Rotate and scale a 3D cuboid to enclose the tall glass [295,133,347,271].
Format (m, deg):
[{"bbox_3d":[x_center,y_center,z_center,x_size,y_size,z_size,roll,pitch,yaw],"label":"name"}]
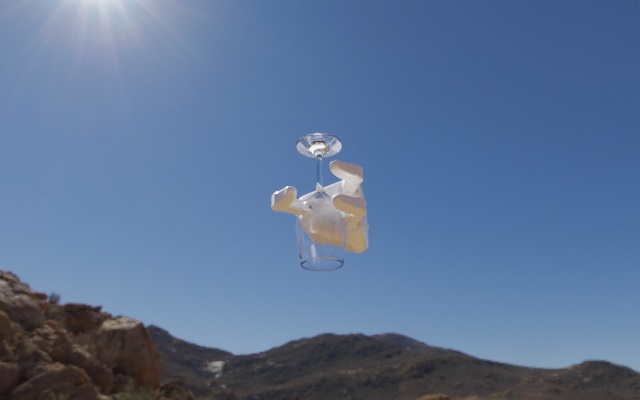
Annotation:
[{"bbox_3d":[0.000,0.002,0.725,0.079,0.201,0.079,-1,-25,-1],"label":"tall glass"}]
